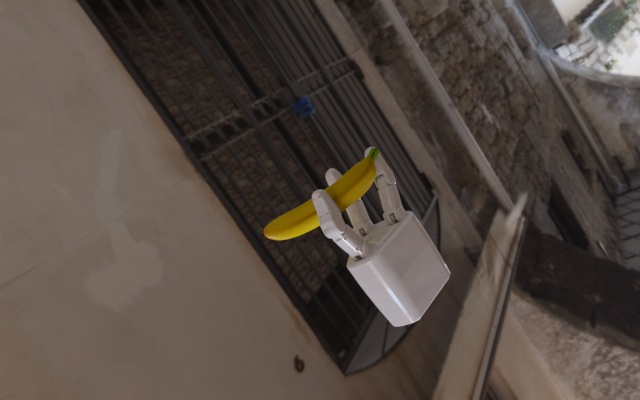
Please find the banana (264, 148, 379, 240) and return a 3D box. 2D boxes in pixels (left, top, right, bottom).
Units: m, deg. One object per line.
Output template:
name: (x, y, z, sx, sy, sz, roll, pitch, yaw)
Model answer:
banana: (0.001, 0.006, 0.626, 0.198, 0.037, 0.069, -35, 12, 14)
